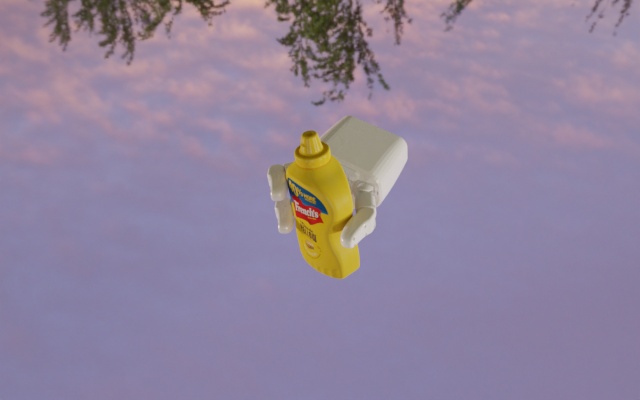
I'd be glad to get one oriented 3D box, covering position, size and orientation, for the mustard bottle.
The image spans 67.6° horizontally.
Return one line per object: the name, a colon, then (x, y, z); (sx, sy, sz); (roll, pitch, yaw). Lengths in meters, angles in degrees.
mustard bottle: (0.000, 0.002, 0.582); (0.058, 0.192, 0.096); (-29, 42, -25)
